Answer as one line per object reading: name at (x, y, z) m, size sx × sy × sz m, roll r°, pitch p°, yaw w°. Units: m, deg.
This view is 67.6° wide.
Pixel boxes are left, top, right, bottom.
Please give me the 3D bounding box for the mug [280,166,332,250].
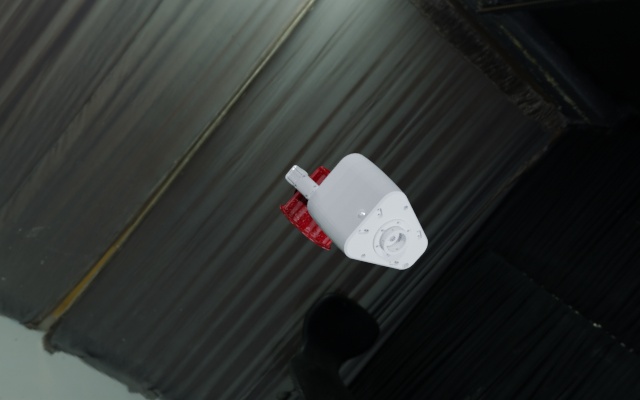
mug at (0.000, 0.001, 0.671) m, size 0.093 × 0.081 × 0.117 m, roll 36°, pitch 8°, yaw -37°
